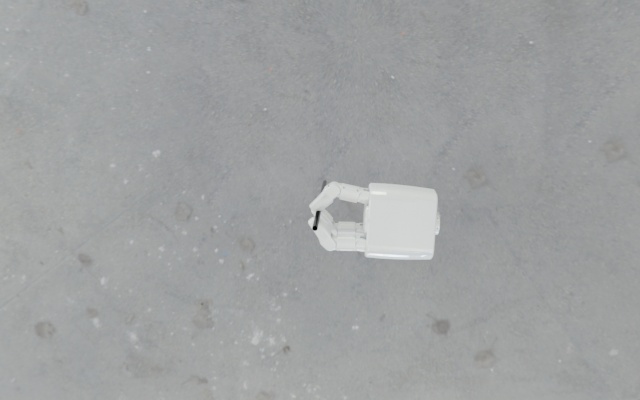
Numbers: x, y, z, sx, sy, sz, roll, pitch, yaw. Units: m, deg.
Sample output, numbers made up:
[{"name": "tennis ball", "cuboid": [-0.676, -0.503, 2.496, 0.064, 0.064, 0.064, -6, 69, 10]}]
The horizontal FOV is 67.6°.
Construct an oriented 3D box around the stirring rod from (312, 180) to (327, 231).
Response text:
[{"name": "stirring rod", "cuboid": [0.000, 0.003, 0.812, 0.011, 0.011, 0.239, 0, 18, 4]}]
